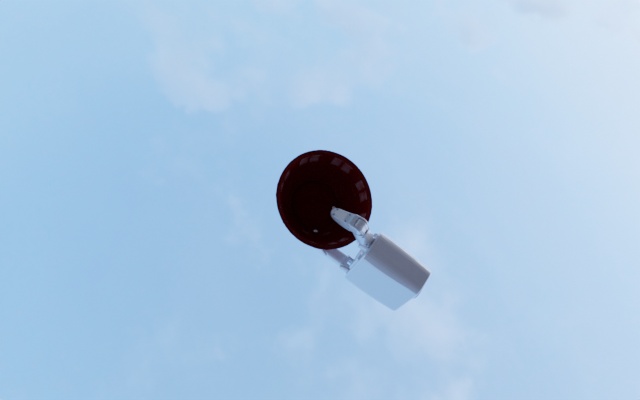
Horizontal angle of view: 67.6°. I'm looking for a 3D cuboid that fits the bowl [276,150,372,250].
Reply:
[{"bbox_3d":[-0.001,0.002,0.776,0.162,0.162,0.055,0,-12,-20],"label":"bowl"}]
